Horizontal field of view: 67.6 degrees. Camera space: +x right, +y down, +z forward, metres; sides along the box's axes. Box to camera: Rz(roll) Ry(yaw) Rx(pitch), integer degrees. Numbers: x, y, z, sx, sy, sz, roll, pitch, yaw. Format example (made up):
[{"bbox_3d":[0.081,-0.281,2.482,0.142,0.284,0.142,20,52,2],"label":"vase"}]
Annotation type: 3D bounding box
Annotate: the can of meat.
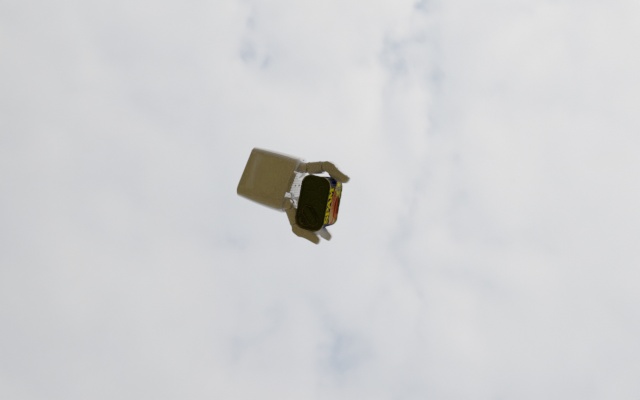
[{"bbox_3d":[0.000,0.003,0.900,0.057,0.102,0.084,13,7,20],"label":"can of meat"}]
